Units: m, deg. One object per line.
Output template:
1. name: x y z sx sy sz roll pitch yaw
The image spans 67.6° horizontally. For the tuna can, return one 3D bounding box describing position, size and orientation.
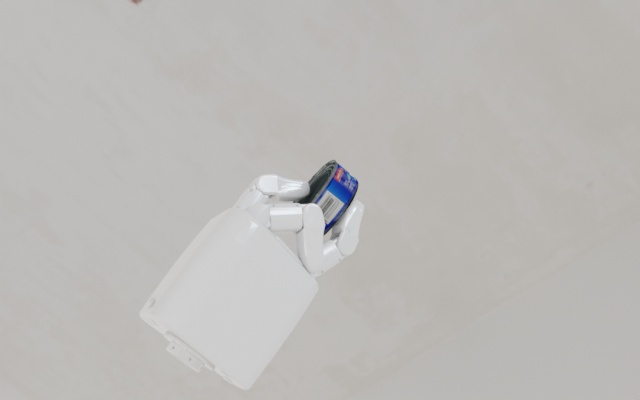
1. tuna can: 0.001 0.002 0.492 0.034 0.086 0.086 39 -10 -12
